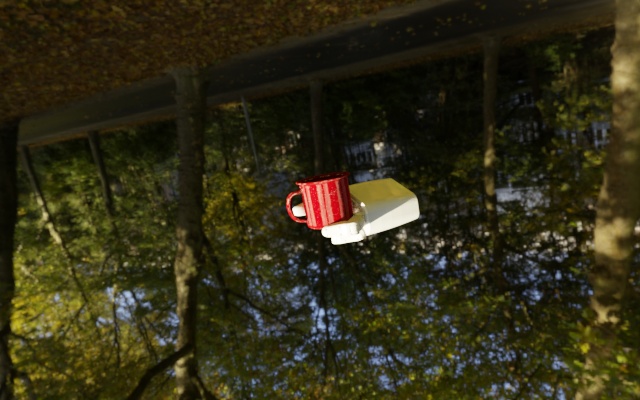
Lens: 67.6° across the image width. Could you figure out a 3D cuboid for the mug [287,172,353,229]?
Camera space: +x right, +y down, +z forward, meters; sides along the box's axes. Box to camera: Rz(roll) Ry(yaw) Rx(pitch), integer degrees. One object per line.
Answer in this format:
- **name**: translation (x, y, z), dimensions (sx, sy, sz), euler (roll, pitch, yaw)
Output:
- **mug**: translation (-0.001, 0.003, 0.814), dimensions (0.117, 0.081, 0.093), euler (-14, 10, -18)
